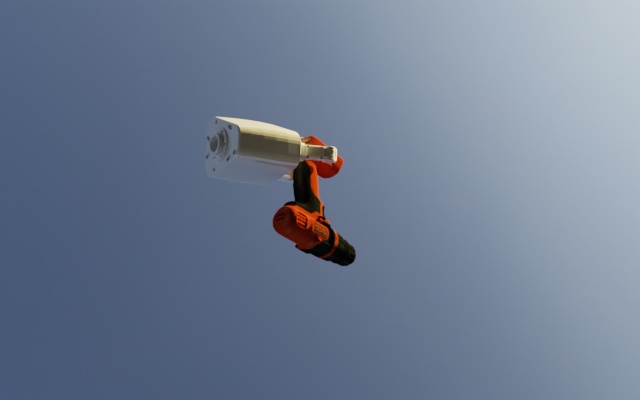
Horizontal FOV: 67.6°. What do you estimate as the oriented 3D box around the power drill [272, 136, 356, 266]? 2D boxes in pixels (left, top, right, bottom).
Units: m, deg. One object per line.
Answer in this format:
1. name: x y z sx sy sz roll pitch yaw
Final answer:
1. power drill: 0.000 0.002 0.787 0.057 0.187 0.184 -19 -35 31
